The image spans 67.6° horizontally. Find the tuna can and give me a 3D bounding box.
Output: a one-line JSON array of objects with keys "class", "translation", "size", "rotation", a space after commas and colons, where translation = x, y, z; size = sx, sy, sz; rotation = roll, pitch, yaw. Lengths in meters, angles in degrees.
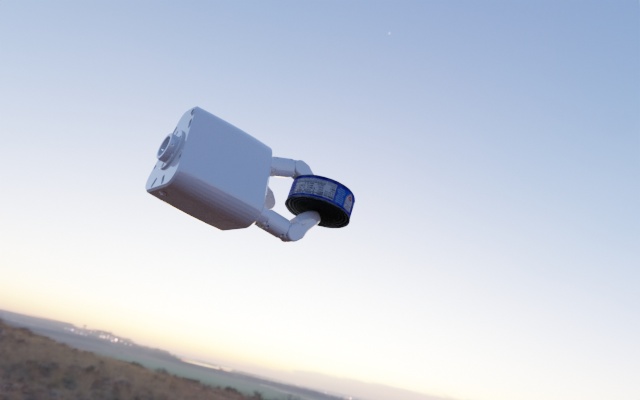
[{"class": "tuna can", "translation": [0.000, 0.002, 0.608], "size": [0.086, 0.033, 0.086], "rotation": [15, -24, 7]}]
